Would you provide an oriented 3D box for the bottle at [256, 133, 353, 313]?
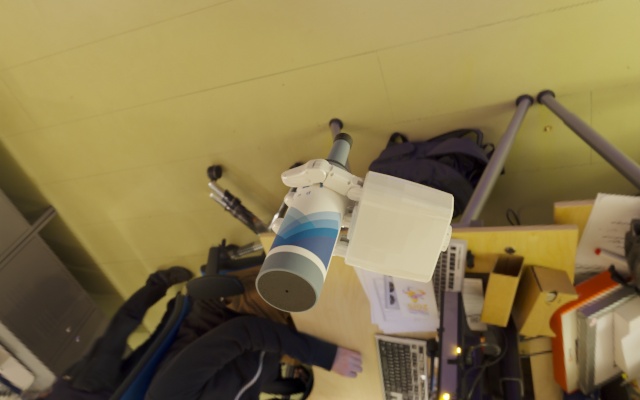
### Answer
[{"bbox_3d":[0.000,0.002,0.592,0.069,0.069,0.295,0,38,17],"label":"bottle"}]
